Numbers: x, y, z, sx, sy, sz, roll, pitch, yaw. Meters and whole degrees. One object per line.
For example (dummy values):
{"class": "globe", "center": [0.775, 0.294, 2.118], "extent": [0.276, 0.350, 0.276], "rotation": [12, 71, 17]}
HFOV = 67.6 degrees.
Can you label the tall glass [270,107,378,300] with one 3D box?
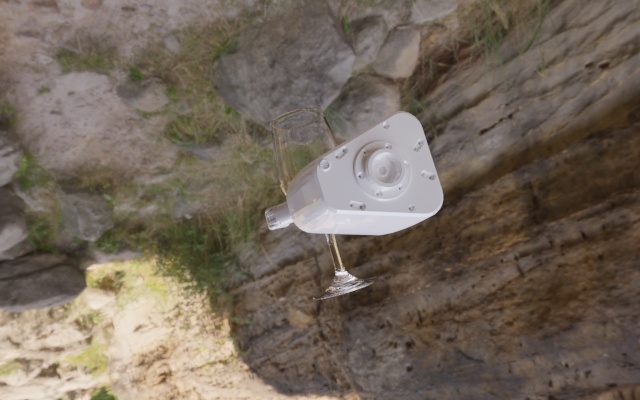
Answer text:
{"class": "tall glass", "center": [0.000, 0.002, 0.530], "extent": [0.079, 0.201, 0.079], "rotation": [-16, -6, -2]}
